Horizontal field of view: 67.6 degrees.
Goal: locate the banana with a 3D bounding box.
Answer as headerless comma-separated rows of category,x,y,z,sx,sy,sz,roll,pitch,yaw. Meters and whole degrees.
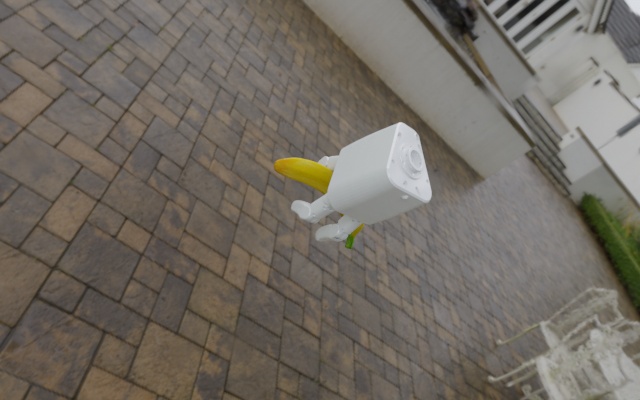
banana,0.012,-0.009,0.733,0.198,0.069,0.037,48,-24,-26
